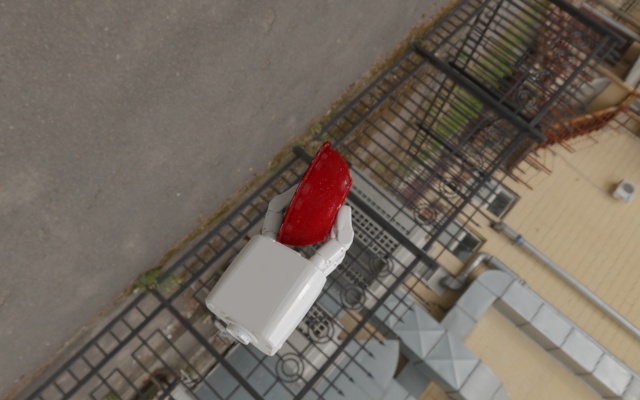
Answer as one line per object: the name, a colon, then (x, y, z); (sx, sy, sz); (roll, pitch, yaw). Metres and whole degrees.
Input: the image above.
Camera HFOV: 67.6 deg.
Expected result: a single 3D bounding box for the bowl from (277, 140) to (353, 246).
bowl: (0.001, 0.001, 0.652); (0.055, 0.162, 0.162); (25, 2, 4)
